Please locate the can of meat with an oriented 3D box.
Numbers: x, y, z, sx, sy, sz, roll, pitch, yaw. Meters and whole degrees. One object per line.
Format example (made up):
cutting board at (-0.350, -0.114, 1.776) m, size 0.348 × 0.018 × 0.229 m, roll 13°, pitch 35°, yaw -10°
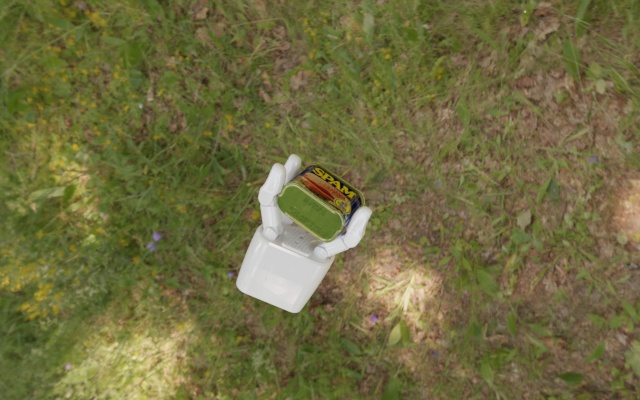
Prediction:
can of meat at (0.000, 0.002, 0.657) m, size 0.102 × 0.057 × 0.084 m, roll 35°, pitch 30°, yaw 7°
